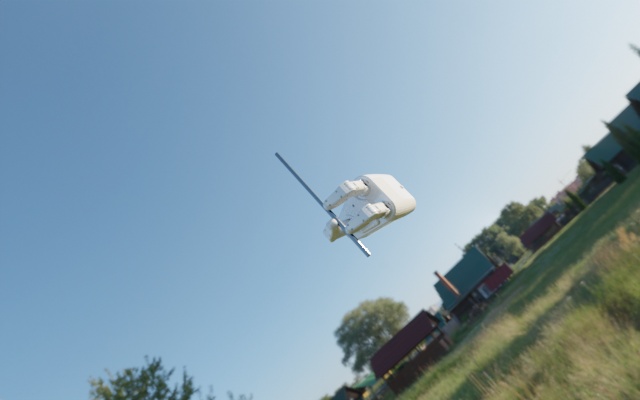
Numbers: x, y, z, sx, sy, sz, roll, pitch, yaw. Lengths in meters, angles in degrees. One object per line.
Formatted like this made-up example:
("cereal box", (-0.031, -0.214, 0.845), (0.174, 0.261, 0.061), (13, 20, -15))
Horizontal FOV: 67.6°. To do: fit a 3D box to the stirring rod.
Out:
("stirring rod", (0.000, 0.003, 0.788), (0.239, 0.011, 0.011), (48, 20, 19))
